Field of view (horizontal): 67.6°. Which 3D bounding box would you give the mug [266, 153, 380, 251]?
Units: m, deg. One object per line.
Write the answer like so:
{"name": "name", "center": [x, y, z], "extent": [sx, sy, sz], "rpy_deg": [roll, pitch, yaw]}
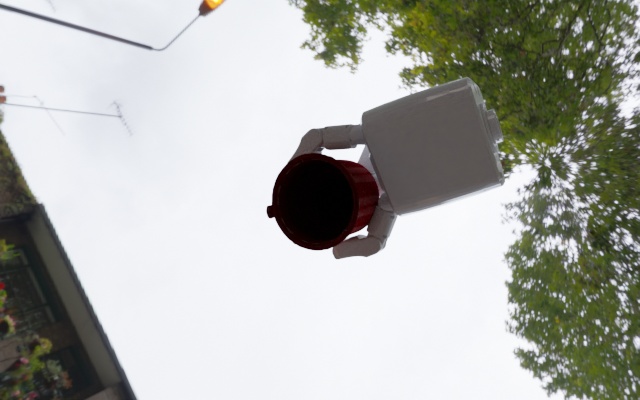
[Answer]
{"name": "mug", "center": [-0.001, 0.002, 0.492], "extent": [0.117, 0.093, 0.081], "rpy_deg": [-15, -2, 26]}
